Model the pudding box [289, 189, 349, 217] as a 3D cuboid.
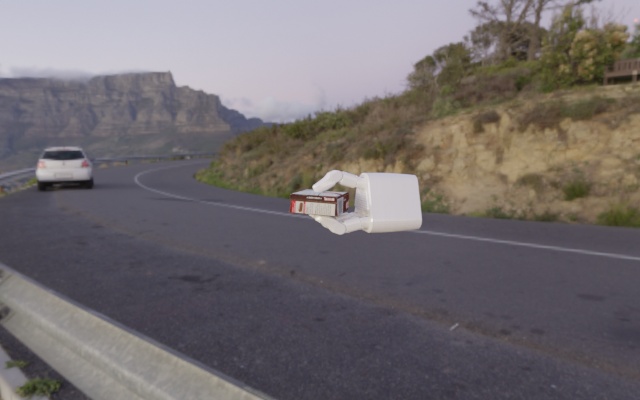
[{"bbox_3d":[0.000,0.003,0.887,0.090,0.039,0.113,3,5,13],"label":"pudding box"}]
